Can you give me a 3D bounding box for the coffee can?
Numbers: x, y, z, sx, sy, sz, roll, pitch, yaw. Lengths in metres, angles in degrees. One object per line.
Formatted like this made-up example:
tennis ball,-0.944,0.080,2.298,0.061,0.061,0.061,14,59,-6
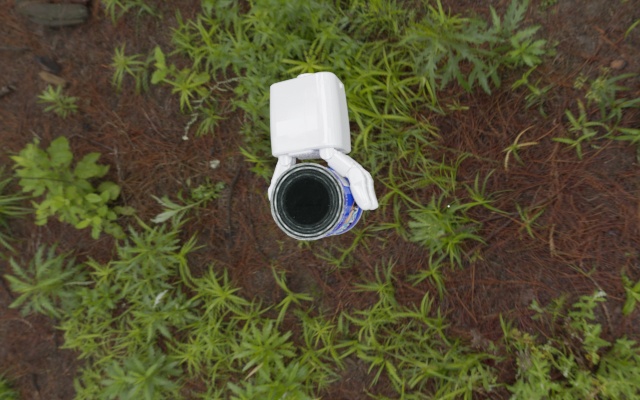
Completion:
coffee can,0.000,0.002,0.689,0.103,0.103,0.140,0,-1,15
